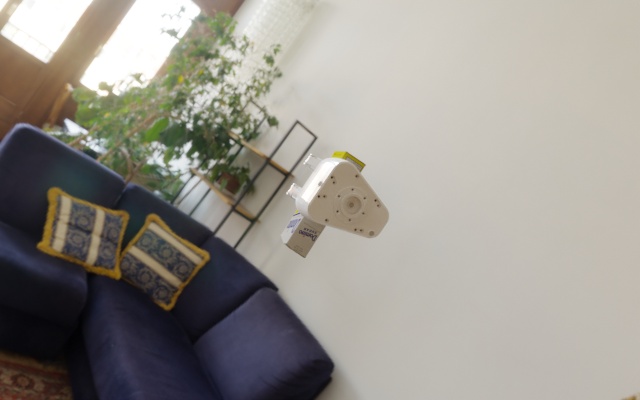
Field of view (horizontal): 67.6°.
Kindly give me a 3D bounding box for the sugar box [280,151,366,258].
[{"bbox_3d":[0.000,0.002,0.783,0.048,0.176,0.093,35,-1,-11],"label":"sugar box"}]
